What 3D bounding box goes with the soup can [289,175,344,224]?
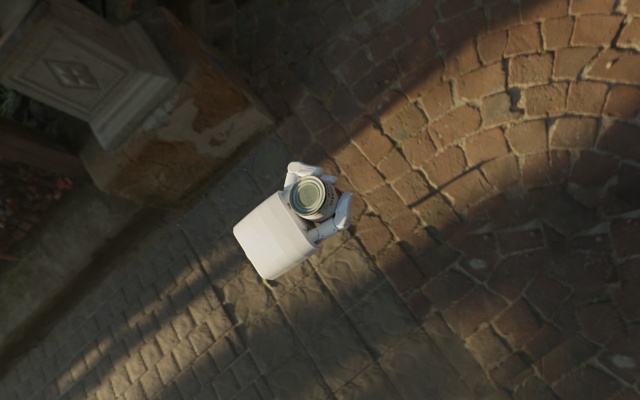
[{"bbox_3d":[0.000,0.002,0.783,0.068,0.068,0.102,0,-13,26],"label":"soup can"}]
